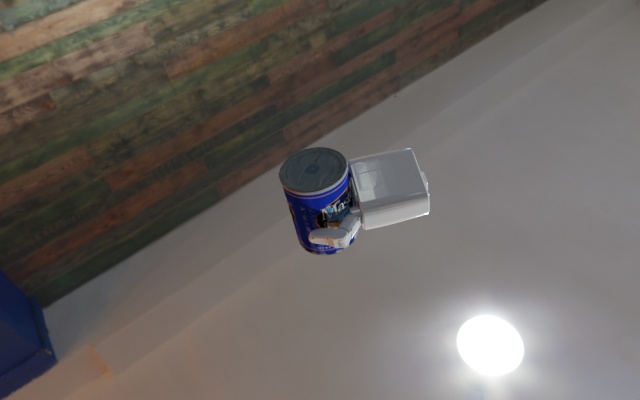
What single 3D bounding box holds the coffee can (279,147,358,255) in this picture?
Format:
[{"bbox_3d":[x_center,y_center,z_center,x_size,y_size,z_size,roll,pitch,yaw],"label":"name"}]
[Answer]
[{"bbox_3d":[0.000,0.002,0.751,0.103,0.140,0.102,-7,43,7],"label":"coffee can"}]
